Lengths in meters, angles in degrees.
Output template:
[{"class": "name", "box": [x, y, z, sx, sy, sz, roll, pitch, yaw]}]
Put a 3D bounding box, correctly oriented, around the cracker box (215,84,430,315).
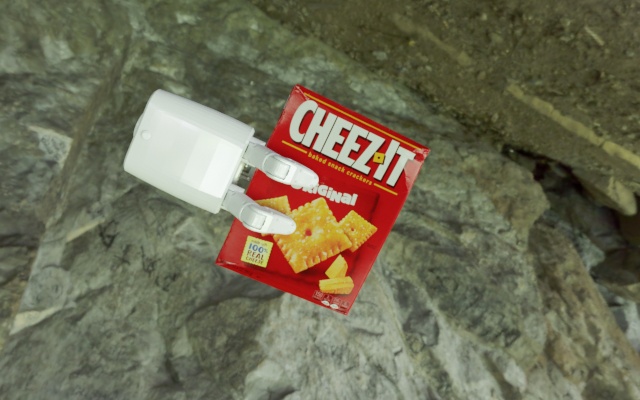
[{"class": "cracker box", "box": [0.000, 0.002, 0.540, 0.164, 0.214, 0.072, 24, 8, -9]}]
